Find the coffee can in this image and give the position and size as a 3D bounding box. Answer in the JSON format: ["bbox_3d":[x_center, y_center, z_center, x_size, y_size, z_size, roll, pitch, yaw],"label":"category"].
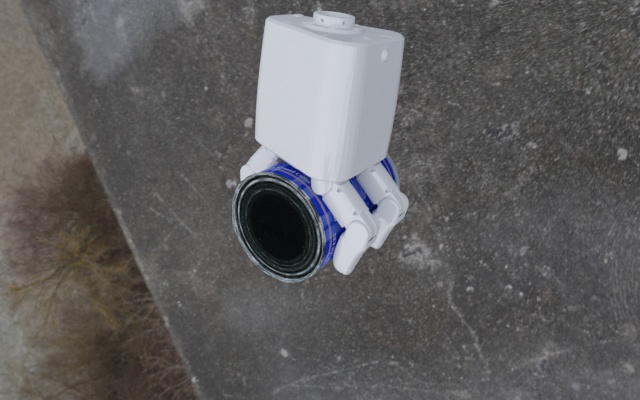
[{"bbox_3d":[0.000,0.002,0.462,0.103,0.103,0.140,0,20,37],"label":"coffee can"}]
